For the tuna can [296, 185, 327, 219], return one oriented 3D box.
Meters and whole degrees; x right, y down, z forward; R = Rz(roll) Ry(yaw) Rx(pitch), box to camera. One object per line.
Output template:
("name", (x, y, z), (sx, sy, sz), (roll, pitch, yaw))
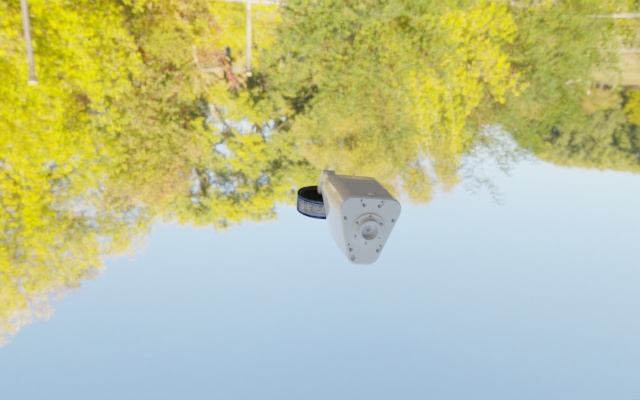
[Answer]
("tuna can", (0.000, 0.003, 0.847), (0.086, 0.034, 0.086), (5, 20, -2))
